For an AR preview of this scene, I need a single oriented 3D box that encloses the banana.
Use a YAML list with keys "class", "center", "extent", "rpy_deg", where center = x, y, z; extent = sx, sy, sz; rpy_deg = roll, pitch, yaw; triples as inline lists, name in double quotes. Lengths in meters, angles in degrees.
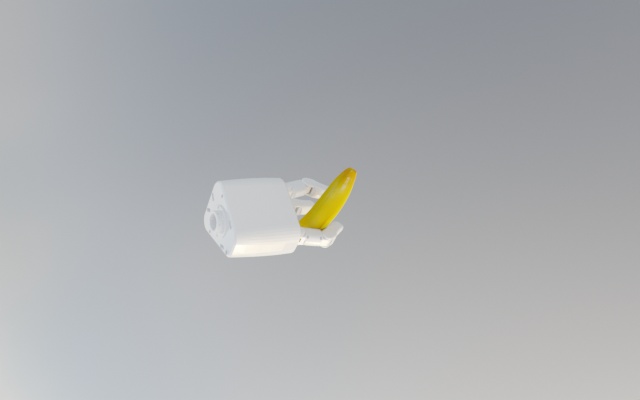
- class: "banana"
  center: [-0.004, 0.019, 0.759]
  extent: [0.037, 0.069, 0.198]
  rpy_deg: [22, -36, -18]
